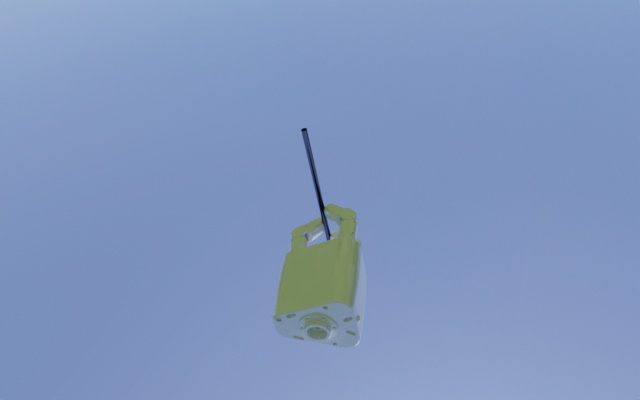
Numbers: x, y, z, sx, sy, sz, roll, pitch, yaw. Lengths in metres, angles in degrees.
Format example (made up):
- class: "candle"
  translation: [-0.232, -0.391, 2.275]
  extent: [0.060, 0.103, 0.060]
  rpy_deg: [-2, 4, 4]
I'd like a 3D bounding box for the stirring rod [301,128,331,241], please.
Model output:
- class: "stirring rod"
  translation: [0.000, 0.002, 0.685]
  extent: [0.011, 0.240, 0.011]
  rpy_deg: [-8, 38, 6]
